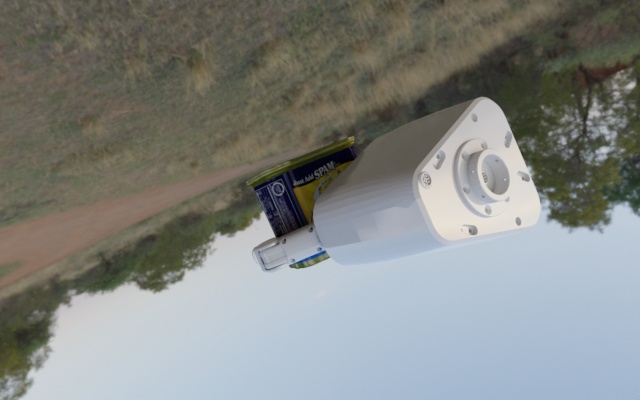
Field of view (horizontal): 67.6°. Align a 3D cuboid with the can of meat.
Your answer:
[{"bbox_3d":[0.000,0.002,0.413,0.102,0.084,0.057,-26,3,-38],"label":"can of meat"}]
